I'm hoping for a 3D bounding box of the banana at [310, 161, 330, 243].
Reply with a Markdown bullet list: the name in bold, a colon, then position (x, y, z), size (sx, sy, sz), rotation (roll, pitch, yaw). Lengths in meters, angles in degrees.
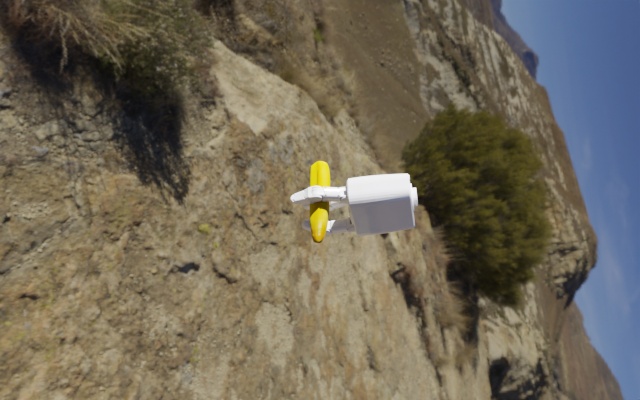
- **banana**: position (-0.001, -0.013, 0.868), size (0.037, 0.070, 0.197), rotation (-1, 41, 1)
